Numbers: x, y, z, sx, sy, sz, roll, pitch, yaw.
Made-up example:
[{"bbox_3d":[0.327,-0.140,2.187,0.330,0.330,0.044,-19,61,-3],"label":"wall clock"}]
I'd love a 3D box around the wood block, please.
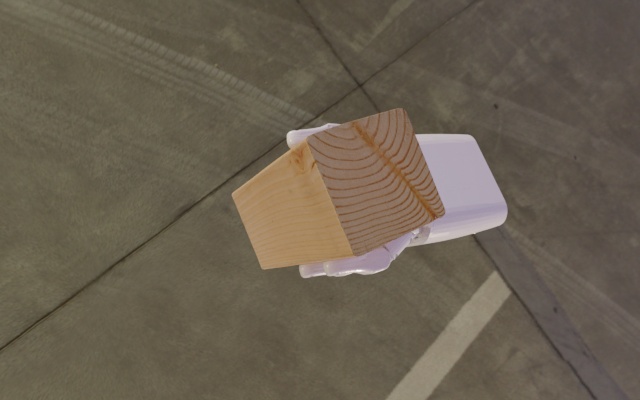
[{"bbox_3d":[0.000,0.001,0.431,0.090,0.091,0.206,-21,-1,-27],"label":"wood block"}]
